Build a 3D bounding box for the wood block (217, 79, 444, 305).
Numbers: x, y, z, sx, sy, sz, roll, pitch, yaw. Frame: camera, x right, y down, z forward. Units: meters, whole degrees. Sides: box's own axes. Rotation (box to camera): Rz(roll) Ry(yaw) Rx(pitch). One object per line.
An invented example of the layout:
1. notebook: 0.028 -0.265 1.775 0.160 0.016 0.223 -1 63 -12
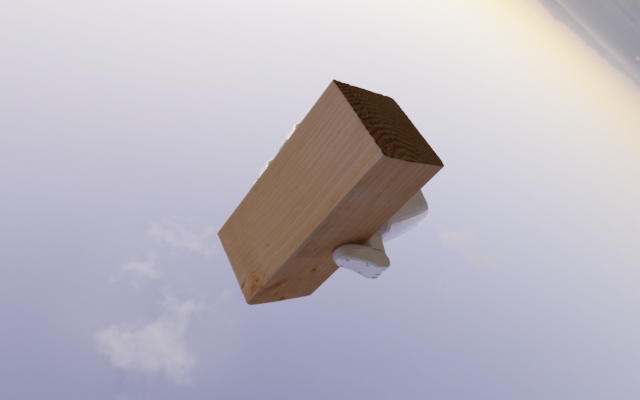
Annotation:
1. wood block: 0.000 0.002 0.451 0.090 0.090 0.206 3 -42 -46
